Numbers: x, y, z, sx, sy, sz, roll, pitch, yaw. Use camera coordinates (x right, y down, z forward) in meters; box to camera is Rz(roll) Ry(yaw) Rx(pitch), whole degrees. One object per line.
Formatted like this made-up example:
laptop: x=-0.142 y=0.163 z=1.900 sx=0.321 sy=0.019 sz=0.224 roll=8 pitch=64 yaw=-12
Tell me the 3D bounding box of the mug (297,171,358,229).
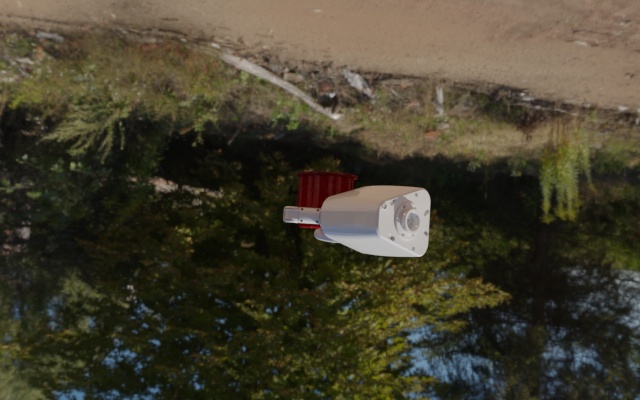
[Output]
mug: x=-0.001 y=0.003 z=0.731 sx=0.093 sy=0.081 sz=0.117 roll=6 pitch=-4 yaw=-40
